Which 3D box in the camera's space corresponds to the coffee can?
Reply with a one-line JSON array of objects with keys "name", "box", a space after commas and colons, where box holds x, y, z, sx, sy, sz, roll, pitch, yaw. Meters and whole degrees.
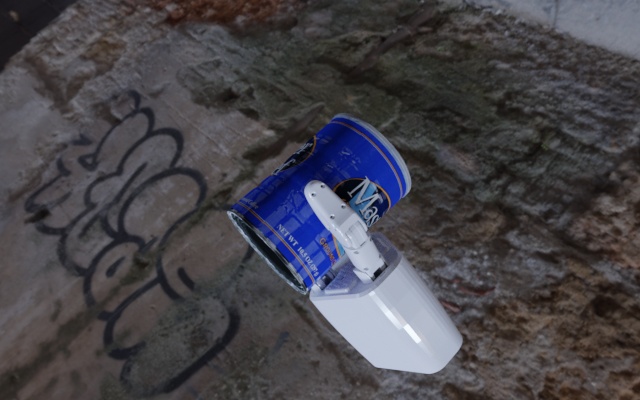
[{"name": "coffee can", "box": [0.000, 0.001, 0.446, 0.140, 0.103, 0.103, -43, 14, -15]}]
